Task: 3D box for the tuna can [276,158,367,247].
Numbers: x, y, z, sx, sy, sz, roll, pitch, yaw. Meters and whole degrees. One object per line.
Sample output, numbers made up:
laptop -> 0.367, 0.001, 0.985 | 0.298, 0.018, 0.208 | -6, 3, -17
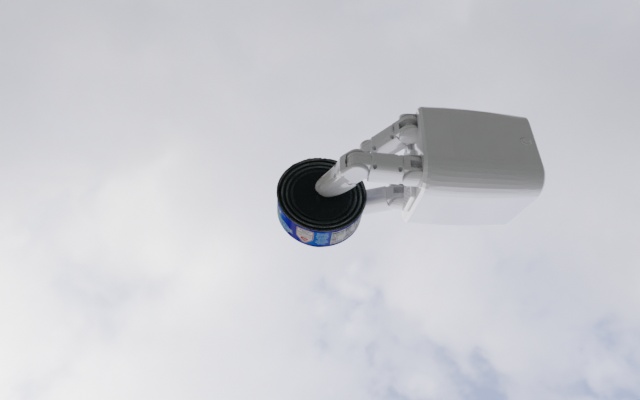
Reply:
tuna can -> 0.000, 0.002, 0.464 | 0.086, 0.086, 0.034 | 0, -35, -6
